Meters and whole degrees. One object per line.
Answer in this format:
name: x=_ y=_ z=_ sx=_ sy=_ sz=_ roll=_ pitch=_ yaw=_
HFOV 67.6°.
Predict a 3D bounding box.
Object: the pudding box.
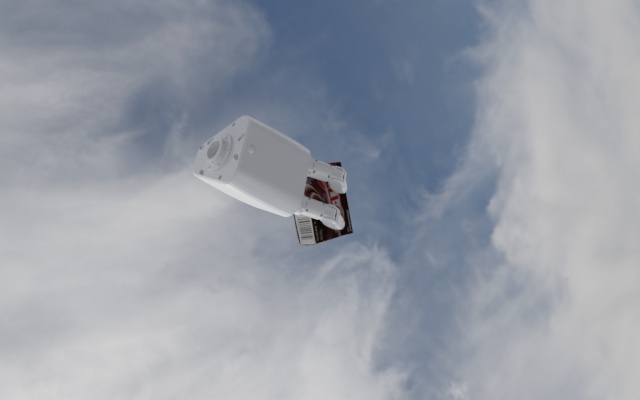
pudding box: x=0.000 y=0.002 z=0.696 sx=0.039 sy=0.113 sz=0.090 roll=-6 pitch=3 yaw=41
